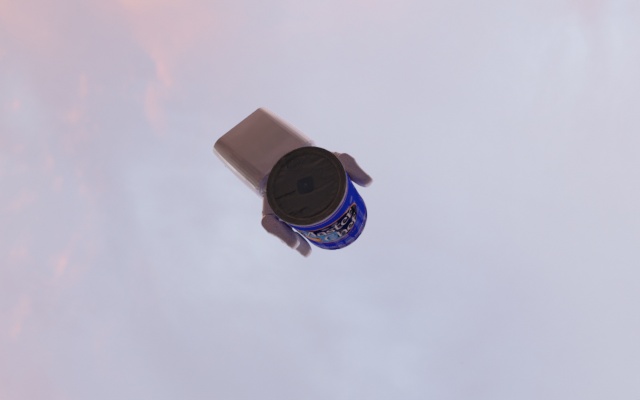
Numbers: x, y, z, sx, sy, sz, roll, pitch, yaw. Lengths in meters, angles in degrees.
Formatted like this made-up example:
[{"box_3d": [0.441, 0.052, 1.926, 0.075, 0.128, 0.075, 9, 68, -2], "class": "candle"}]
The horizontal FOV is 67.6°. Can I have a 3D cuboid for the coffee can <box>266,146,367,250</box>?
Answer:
[{"box_3d": [0.000, 0.002, 0.640, 0.103, 0.102, 0.140, 0, -18, 16], "class": "coffee can"}]
